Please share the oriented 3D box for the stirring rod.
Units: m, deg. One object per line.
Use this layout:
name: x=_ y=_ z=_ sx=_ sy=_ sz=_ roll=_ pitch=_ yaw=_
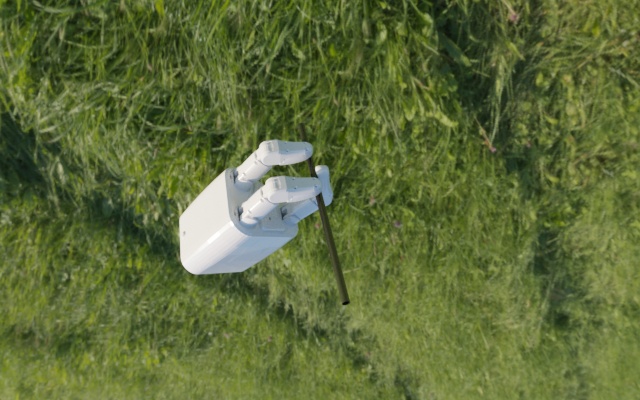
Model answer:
stirring rod: x=0.000 y=0.002 z=0.515 sx=0.011 sy=0.239 sz=0.011 roll=-9 pitch=-36 yaw=-7
